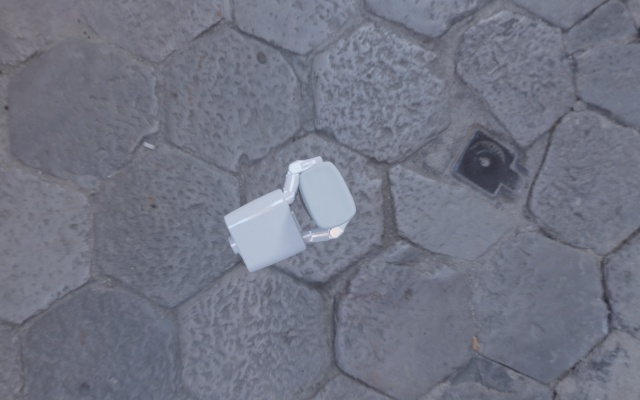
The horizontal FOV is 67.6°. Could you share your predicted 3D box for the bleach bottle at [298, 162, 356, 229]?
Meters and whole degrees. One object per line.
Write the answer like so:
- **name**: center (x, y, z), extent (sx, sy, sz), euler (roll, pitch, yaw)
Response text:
- **bleach bottle**: center (0.000, 0.003, 0.828), extent (0.068, 0.102, 0.251), euler (-24, -4, -6)
